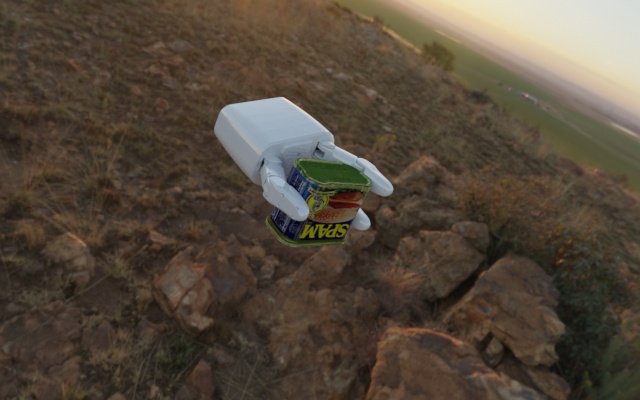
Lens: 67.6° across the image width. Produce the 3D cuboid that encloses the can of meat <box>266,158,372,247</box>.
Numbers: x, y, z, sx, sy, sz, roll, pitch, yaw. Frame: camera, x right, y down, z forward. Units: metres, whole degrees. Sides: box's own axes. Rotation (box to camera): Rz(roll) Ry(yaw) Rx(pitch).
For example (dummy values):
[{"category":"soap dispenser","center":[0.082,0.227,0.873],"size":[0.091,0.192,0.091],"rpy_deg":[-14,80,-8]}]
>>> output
[{"category":"can of meat","center":[0.000,0.002,0.544],"size":[0.102,0.084,0.057],"rpy_deg":[2,34,-41]}]
